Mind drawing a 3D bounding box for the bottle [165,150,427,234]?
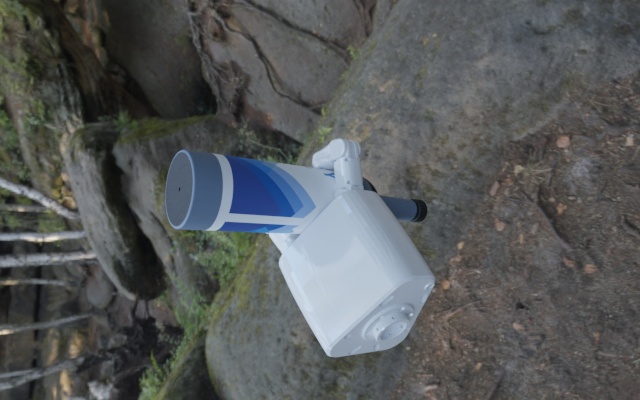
[{"bbox_3d":[0.000,0.001,0.483,0.296,0.069,0.069,5,-3,-37],"label":"bottle"}]
